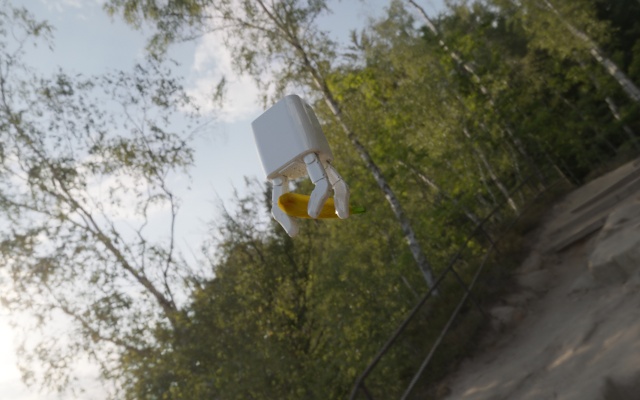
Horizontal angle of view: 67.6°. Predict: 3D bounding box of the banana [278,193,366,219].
[{"bbox_3d":[-0.011,0.008,0.794,0.069,0.037,0.198,-20,-17,41],"label":"banana"}]
